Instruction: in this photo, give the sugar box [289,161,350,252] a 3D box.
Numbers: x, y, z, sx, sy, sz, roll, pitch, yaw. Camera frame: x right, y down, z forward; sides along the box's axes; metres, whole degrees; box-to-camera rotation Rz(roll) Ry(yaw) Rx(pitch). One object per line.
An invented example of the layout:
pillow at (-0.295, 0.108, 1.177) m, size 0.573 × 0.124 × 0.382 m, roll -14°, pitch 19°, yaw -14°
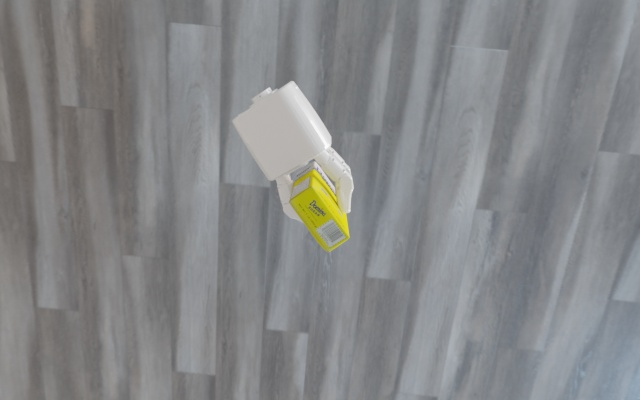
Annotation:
sugar box at (0.000, 0.002, 0.726) m, size 0.048 × 0.093 × 0.176 m, roll -33°, pitch 14°, yaw 12°
